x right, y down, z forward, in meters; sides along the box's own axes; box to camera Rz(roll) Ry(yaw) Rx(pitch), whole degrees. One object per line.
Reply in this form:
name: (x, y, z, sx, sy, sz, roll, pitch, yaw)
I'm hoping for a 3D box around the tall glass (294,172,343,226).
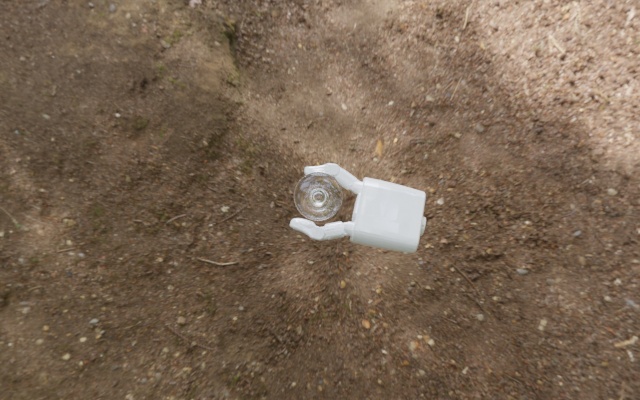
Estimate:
tall glass: (0.000, 0.003, 0.819, 0.079, 0.079, 0.201, 0, -5, 2)
